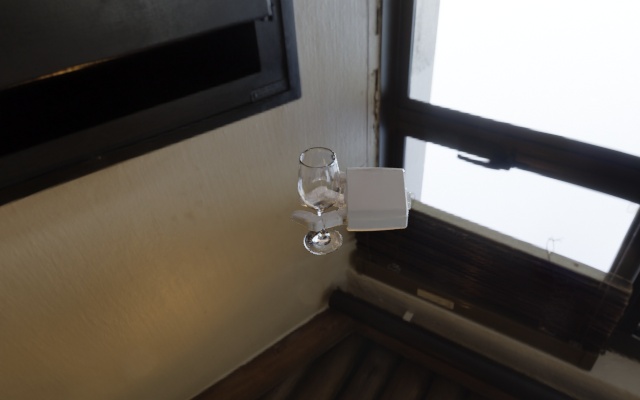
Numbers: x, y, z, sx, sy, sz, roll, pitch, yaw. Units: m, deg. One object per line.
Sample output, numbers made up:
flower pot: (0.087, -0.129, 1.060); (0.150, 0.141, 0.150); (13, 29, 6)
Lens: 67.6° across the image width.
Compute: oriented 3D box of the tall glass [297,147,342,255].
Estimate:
tall glass: (0.000, 0.003, 0.869); (0.079, 0.201, 0.079); (-2, 40, 2)
